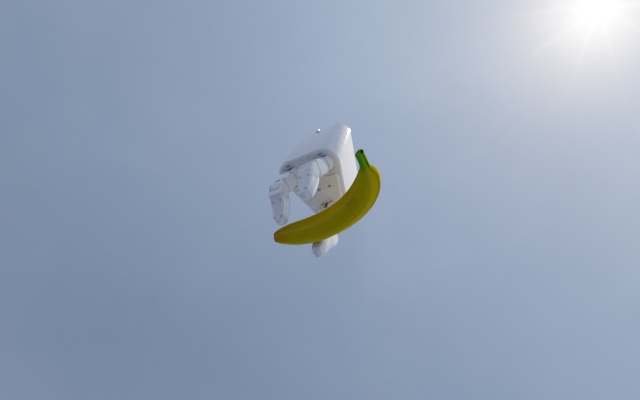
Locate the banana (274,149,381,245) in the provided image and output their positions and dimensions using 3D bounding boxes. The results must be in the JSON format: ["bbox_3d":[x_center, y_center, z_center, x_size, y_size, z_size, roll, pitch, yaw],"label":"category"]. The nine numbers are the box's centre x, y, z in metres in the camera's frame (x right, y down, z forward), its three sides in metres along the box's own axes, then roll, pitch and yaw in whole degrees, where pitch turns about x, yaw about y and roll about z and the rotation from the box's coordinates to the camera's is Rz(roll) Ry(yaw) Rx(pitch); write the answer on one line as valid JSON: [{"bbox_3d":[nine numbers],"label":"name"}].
[{"bbox_3d":[0.017,0.011,0.616,0.198,0.069,0.037,-45,14,35],"label":"banana"}]
